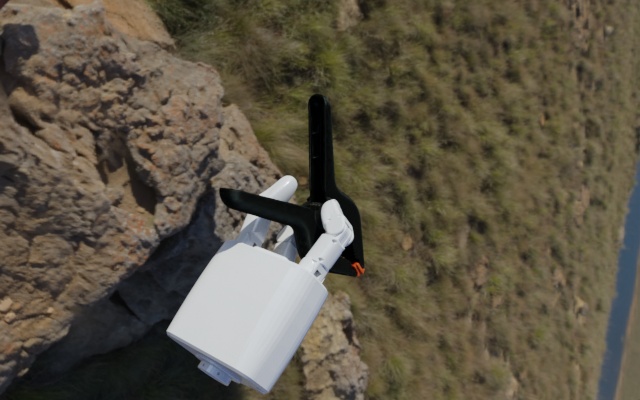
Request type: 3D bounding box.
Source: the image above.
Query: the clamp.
[{"bbox_3d":[0.001,0.002,0.524,0.036,0.164,0.210,7,-36,45],"label":"clamp"}]
